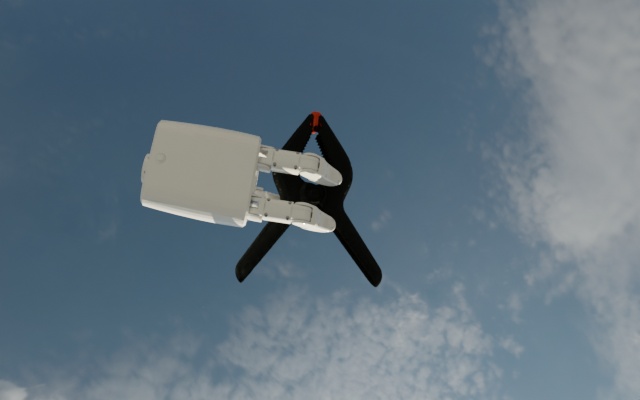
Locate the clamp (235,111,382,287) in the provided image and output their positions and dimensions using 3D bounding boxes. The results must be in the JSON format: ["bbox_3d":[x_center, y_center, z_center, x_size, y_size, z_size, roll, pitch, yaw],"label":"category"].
[{"bbox_3d":[0.000,0.001,0.555,0.164,0.210,0.036,11,-14,-9],"label":"clamp"}]
